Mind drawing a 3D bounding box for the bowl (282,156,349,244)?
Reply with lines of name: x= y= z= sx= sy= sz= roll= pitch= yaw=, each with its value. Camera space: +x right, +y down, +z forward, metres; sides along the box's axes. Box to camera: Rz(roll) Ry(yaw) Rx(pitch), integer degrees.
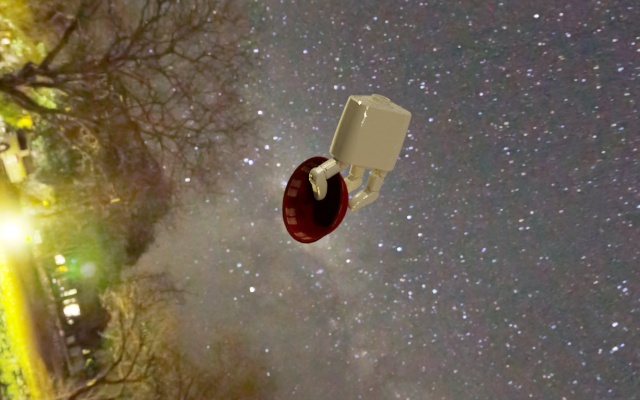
bowl: x=0.000 y=0.004 z=0.882 sx=0.055 sy=0.162 sz=0.162 roll=15 pitch=-10 yaw=-42
